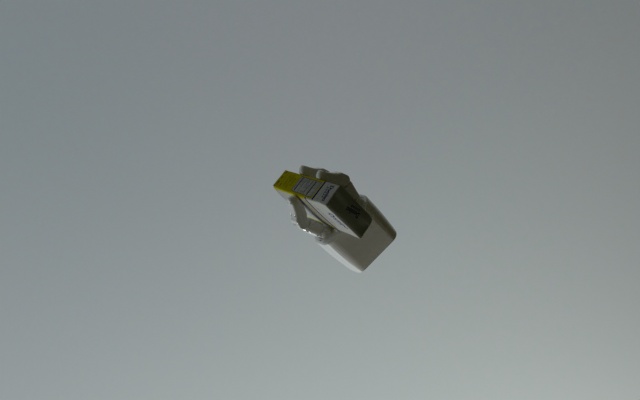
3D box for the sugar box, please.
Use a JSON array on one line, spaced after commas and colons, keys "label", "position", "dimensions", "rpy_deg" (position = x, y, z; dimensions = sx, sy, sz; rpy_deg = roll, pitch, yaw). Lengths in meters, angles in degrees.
[{"label": "sugar box", "position": [0.000, 0.002, 0.796], "dimensions": [0.093, 0.048, 0.176], "rpy_deg": [44, -16, -33]}]
